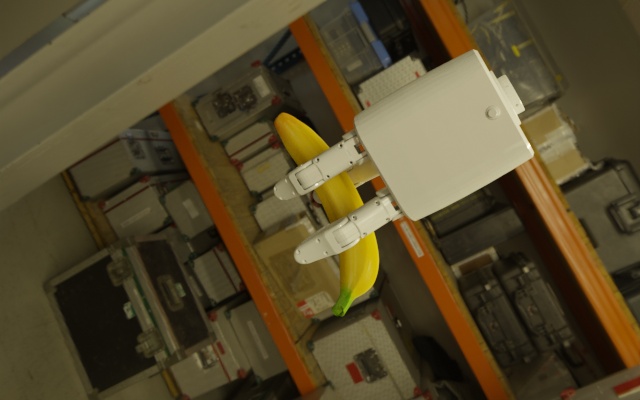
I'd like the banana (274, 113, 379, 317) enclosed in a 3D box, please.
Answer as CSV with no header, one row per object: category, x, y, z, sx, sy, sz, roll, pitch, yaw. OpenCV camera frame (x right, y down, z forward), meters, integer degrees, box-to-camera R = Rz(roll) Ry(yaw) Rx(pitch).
banana,0.012,0.005,0.451,0.037,0.197,0.069,-30,-19,33
